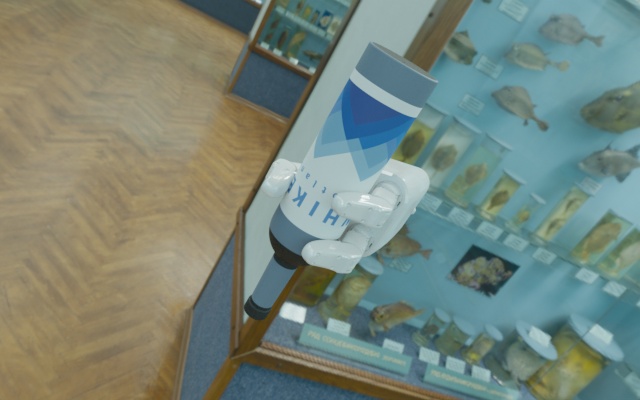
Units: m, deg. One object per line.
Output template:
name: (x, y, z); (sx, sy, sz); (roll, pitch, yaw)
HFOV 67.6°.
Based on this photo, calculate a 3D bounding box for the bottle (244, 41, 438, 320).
bottle: (0.000, 0.001, 0.452); (0.069, 0.296, 0.069); (26, 23, -12)
